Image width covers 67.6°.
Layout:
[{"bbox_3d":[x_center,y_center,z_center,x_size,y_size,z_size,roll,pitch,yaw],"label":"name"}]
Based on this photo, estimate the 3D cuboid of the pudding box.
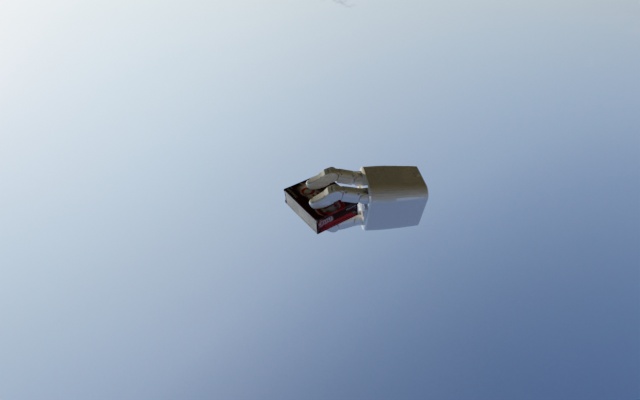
[{"bbox_3d":[0.000,0.003,0.863,0.090,0.039,0.113,-24,42,-26],"label":"pudding box"}]
